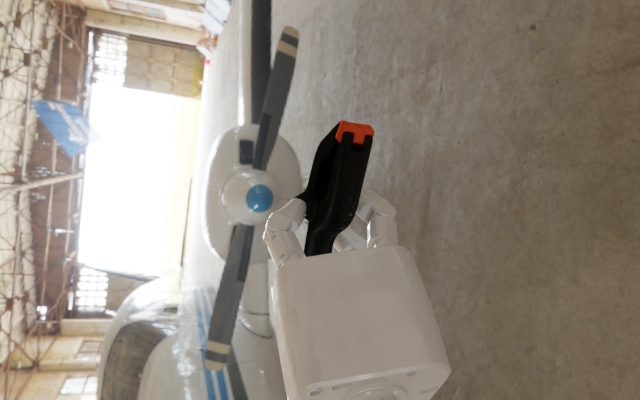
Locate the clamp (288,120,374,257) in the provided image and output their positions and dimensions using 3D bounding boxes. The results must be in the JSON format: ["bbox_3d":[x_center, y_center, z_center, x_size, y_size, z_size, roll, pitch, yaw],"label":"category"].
[{"bbox_3d":[-0.001,0.001,0.471,0.036,0.210,0.164,6,40,-17],"label":"clamp"}]
